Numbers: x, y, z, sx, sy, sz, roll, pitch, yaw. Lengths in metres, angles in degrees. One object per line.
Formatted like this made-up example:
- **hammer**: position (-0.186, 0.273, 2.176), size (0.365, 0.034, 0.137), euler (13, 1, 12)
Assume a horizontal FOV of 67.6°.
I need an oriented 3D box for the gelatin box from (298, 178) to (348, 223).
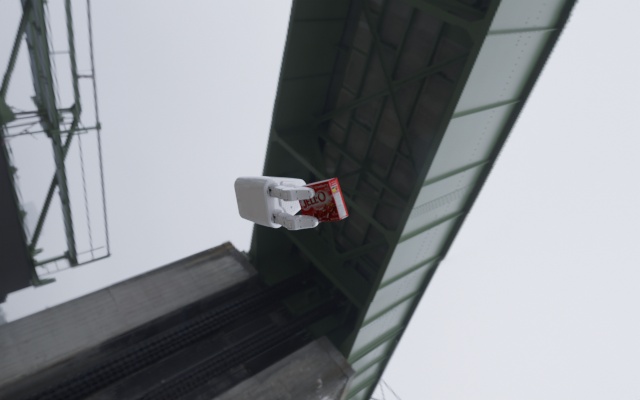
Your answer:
- **gelatin box**: position (0.001, 0.003, 0.872), size (0.089, 0.073, 0.030), euler (-10, 10, 42)
